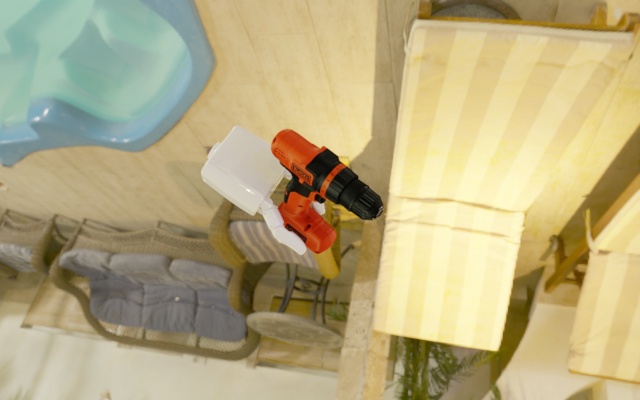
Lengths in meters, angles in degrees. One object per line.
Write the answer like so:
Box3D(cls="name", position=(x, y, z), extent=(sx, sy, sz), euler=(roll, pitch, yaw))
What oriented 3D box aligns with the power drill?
Box3D(cls="power drill", position=(0.000, 0.002, 0.709), extent=(0.057, 0.184, 0.188), euler=(-40, -20, -31))
